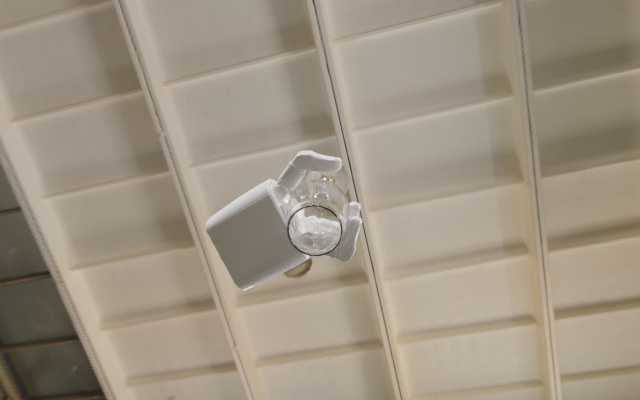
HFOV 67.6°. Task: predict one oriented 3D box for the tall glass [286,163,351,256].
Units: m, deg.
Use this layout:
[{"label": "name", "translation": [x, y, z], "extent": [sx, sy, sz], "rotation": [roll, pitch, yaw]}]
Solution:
[{"label": "tall glass", "translation": [0.000, 0.002, 0.619], "extent": [0.079, 0.079, 0.201], "rotation": [0, 19, 4]}]
